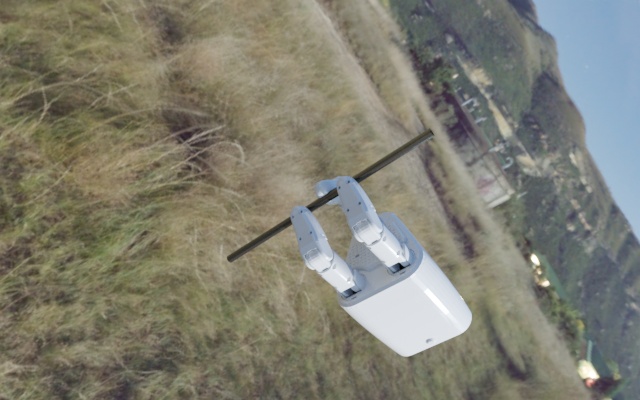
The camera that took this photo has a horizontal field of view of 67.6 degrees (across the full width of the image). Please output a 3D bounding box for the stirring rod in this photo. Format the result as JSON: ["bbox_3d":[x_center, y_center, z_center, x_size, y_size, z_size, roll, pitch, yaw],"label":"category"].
[{"bbox_3d":[0.000,0.002,0.450,0.239,0.011,0.011,-32,-13,22],"label":"stirring rod"}]
